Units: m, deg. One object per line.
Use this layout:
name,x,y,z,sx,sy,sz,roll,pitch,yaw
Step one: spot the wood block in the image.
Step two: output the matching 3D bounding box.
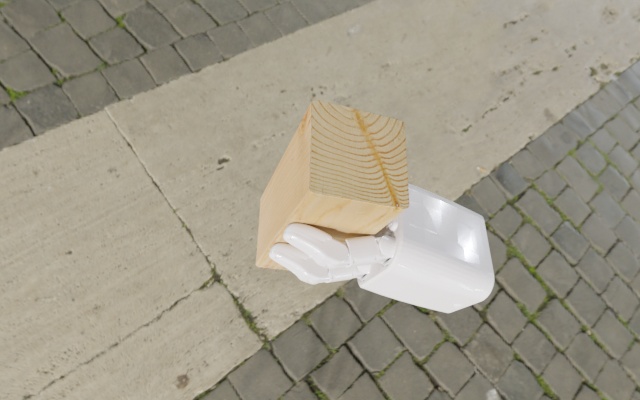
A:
wood block,0.001,0.001,0.486,0.090,0.090,0.206,10,-27,-16
